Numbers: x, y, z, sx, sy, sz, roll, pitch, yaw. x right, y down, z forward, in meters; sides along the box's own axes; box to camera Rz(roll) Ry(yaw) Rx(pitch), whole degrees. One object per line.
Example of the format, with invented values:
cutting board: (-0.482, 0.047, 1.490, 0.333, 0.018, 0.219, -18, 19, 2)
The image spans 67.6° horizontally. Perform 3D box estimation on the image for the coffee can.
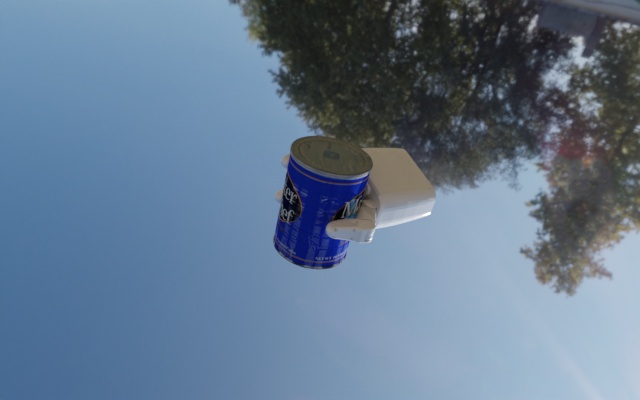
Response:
coffee can: (0.000, 0.002, 0.613, 0.103, 0.140, 0.102, 10, 30, -6)
